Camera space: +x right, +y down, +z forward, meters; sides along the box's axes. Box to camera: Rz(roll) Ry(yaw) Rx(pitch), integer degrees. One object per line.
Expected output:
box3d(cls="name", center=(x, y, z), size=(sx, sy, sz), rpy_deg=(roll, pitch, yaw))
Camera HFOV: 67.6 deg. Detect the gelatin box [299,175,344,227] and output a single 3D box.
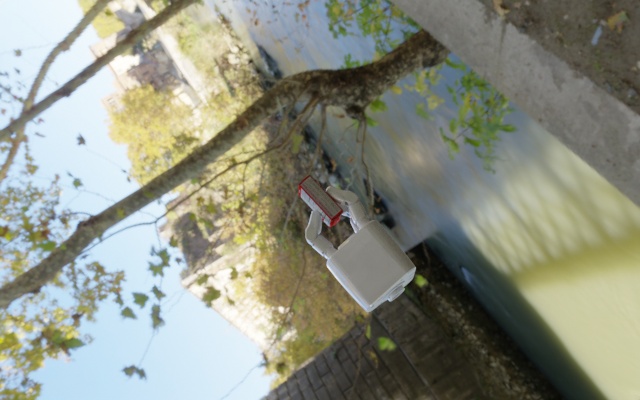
box3d(cls="gelatin box", center=(0.000, 0.003, 0.849), size=(0.030, 0.089, 0.073), rpy_deg=(-43, -8, -10))
